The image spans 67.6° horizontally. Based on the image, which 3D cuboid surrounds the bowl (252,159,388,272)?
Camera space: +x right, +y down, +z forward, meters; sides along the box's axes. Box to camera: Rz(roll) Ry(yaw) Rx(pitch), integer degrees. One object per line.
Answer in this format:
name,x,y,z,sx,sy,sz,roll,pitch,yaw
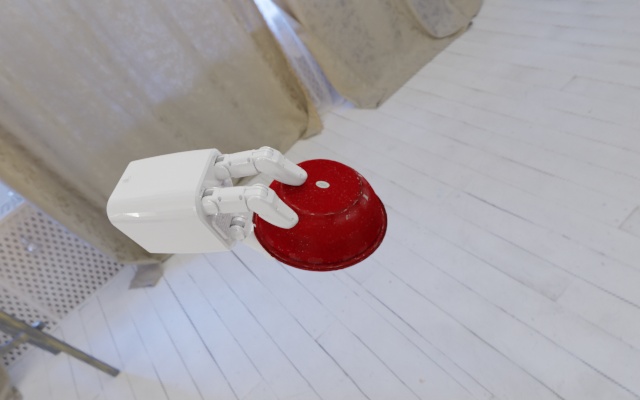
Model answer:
bowl,0.001,0.001,0.551,0.162,0.162,0.055,1,-45,-1
